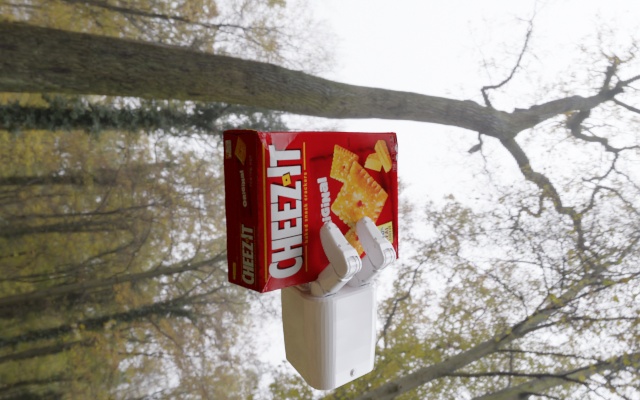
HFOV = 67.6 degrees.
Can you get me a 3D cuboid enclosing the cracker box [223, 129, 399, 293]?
[{"bbox_3d":[0.000,0.002,0.549,0.213,0.164,0.072,-7,9,-41],"label":"cracker box"}]
